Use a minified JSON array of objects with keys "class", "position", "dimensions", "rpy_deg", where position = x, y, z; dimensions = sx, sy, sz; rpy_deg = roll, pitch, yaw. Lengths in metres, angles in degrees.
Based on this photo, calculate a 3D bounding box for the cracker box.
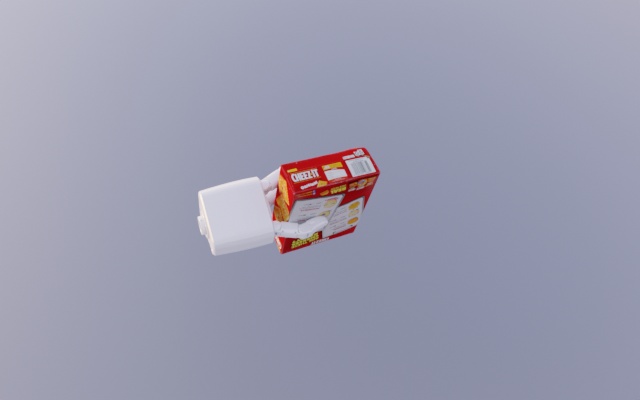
[{"class":"cracker box","position":[0.000,0.003,0.886],"dimensions":[0.164,0.072,0.214],"rpy_deg":[-15,-29,-20]}]
